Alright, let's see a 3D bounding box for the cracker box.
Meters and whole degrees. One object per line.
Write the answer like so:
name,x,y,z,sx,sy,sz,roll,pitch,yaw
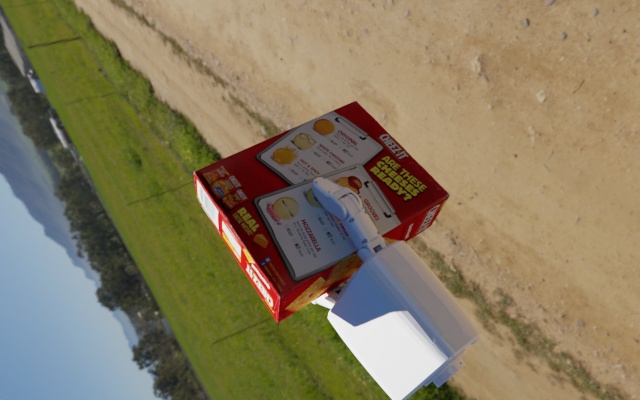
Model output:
cracker box,0.000,0.002,0.512,0.213,0.164,0.072,-28,-26,-25
